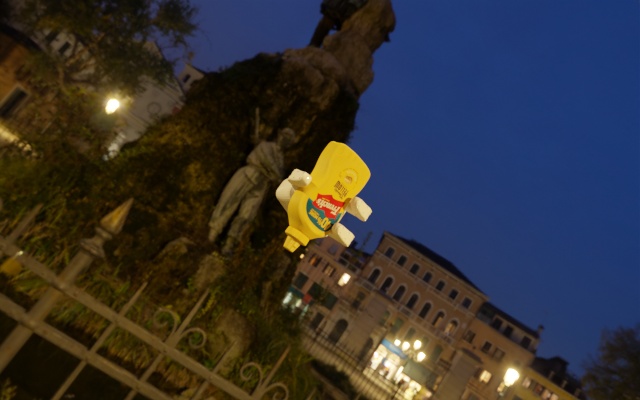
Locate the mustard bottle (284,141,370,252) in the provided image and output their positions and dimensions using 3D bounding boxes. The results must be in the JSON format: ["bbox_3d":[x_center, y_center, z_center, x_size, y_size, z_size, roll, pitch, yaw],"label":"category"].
[{"bbox_3d":[0.000,0.002,0.795,0.058,0.191,0.096,23,-17,48],"label":"mustard bottle"}]
